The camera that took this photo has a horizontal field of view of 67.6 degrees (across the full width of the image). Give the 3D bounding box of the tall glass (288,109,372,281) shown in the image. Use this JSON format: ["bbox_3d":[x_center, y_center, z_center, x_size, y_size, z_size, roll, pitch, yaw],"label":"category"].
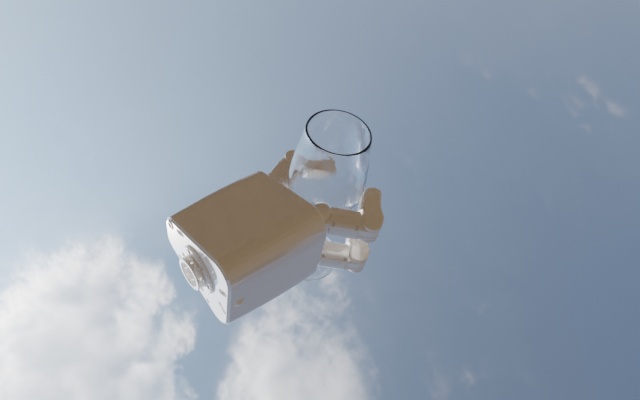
[{"bbox_3d":[0.000,0.002,0.504,0.079,0.079,0.201,0,-40,-13],"label":"tall glass"}]
